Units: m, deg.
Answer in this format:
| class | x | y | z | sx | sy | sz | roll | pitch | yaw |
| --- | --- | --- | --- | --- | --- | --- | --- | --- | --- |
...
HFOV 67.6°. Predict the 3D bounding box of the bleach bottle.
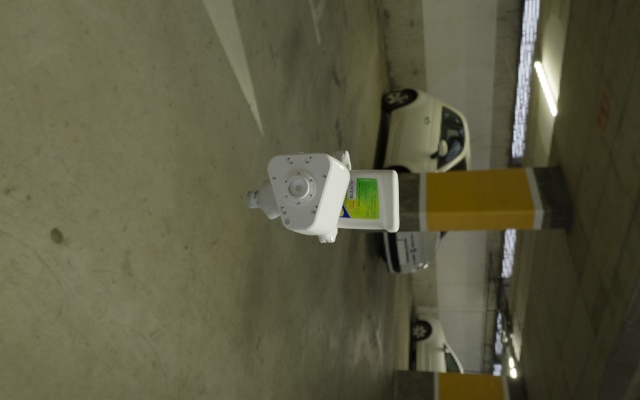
| class | x | y | z | sx | sy | sz | roll | pitch | yaw |
| --- | --- | --- | --- | --- | --- | --- | --- | --- | --- |
| bleach bottle | 0.000 | 0.002 | 0.788 | 0.251 | 0.102 | 0.068 | -2 | -5 | 14 |
